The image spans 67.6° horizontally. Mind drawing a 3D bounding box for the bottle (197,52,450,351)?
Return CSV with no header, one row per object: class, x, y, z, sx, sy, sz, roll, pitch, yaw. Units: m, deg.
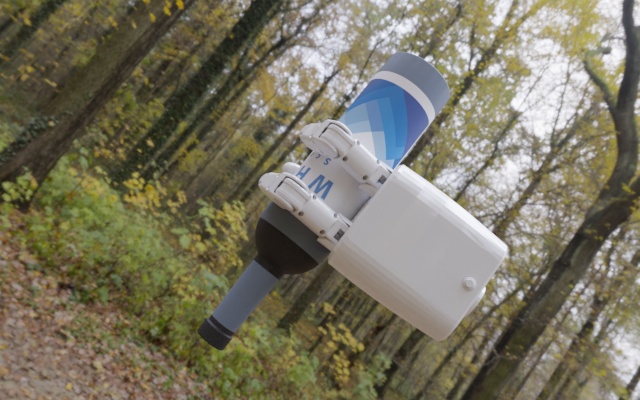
bottle,0.000,0.001,0.415,0.069,0.295,0.069,38,-9,7
